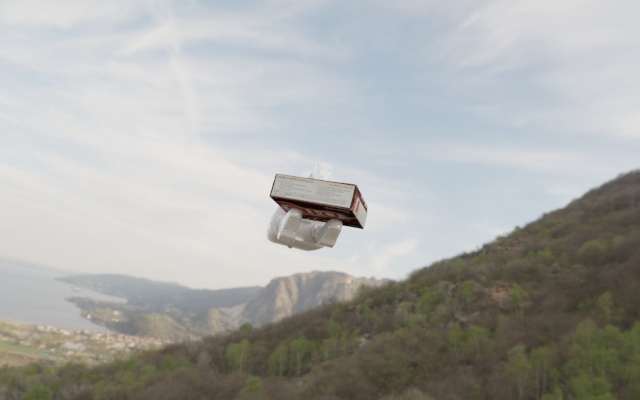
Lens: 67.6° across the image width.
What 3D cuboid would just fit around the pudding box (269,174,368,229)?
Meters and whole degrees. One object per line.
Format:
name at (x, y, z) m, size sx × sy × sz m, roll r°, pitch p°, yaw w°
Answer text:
pudding box at (0.000, 0.002, 0.633) m, size 0.113 × 0.039 × 0.090 m, roll 7°, pitch -15°, yaw 17°
